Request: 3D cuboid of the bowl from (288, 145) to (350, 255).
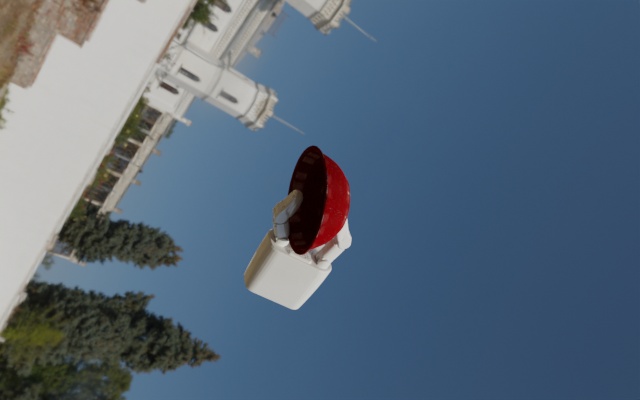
[{"bbox_3d":[0.001,0.002,0.708,0.055,0.162,0.162,7,-3,-22],"label":"bowl"}]
